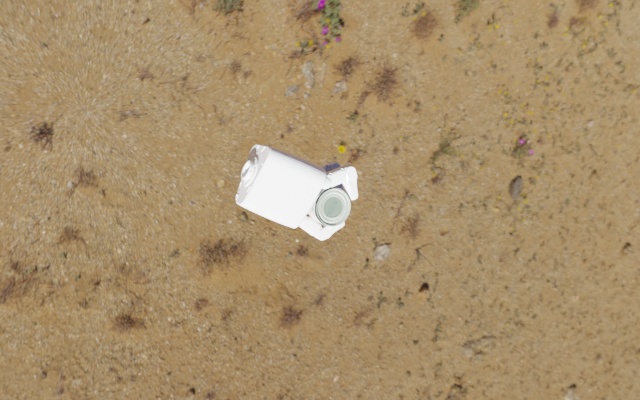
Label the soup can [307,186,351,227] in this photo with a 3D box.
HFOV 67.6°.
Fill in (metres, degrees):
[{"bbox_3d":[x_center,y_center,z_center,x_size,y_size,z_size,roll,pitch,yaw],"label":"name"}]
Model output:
[{"bbox_3d":[0.001,0.003,0.830,0.068,0.068,0.102,0,10,-26],"label":"soup can"}]
